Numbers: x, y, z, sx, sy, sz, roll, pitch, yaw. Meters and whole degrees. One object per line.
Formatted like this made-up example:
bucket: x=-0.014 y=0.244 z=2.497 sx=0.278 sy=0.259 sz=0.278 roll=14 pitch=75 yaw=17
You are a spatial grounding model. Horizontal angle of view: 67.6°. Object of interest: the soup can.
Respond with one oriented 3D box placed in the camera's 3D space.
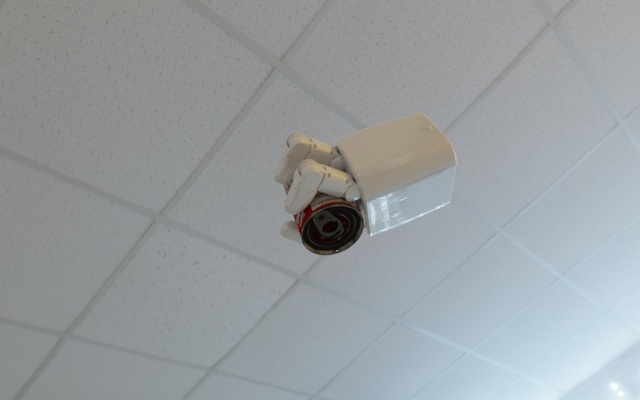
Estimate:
soup can: x=0.000 y=0.002 z=0.532 sx=0.068 sy=0.068 sz=0.102 roll=0 pitch=37 yaw=-19
